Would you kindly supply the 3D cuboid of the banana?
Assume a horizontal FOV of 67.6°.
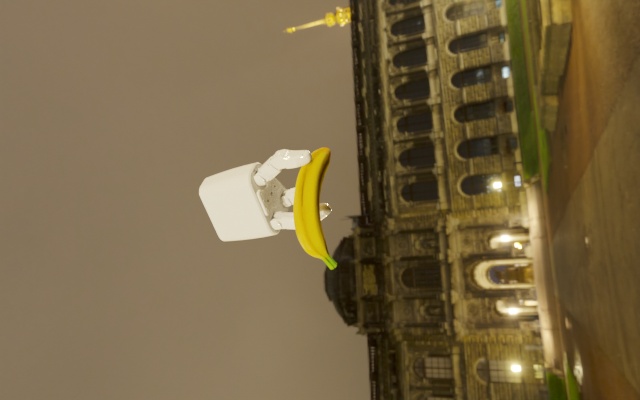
[{"bbox_3d":[-0.010,-0.001,0.686,0.037,0.197,0.070,-16,-30,29],"label":"banana"}]
